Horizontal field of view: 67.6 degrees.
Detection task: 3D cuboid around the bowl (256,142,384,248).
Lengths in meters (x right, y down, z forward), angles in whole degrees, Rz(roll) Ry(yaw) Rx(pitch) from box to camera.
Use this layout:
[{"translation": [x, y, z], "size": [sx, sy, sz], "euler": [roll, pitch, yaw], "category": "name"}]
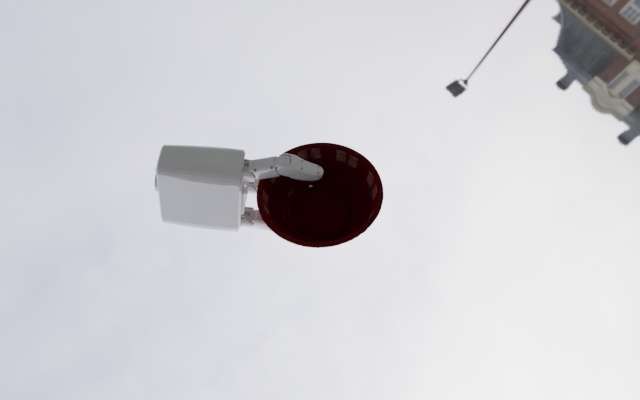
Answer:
[{"translation": [0.001, 0.003, 0.625], "size": [0.162, 0.162, 0.055], "euler": [0, -34, 4], "category": "bowl"}]
